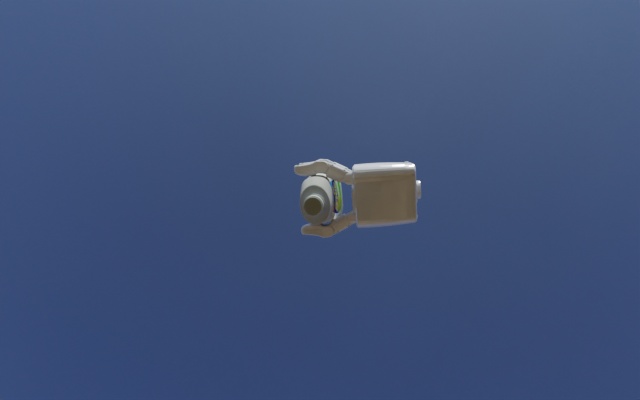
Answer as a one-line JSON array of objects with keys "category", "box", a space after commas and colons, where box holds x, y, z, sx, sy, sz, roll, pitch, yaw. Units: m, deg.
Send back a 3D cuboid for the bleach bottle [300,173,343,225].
[{"category": "bleach bottle", "box": [0.000, 0.003, 0.856, 0.068, 0.102, 0.251, -4, 7, 6]}]
